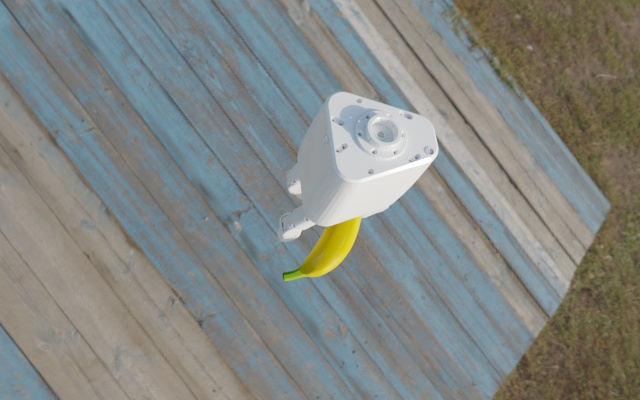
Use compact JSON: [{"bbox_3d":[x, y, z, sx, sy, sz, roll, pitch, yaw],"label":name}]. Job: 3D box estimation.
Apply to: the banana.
[{"bbox_3d":[0.017,0.011,0.576,0.069,0.197,0.037,18,-23,3],"label":"banana"}]
